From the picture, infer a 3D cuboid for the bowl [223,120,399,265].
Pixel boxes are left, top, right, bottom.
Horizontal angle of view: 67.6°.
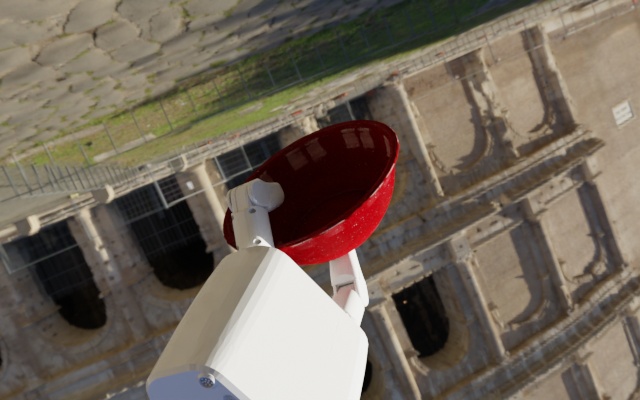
[{"bbox_3d":[0.001,0.001,0.404,0.162,0.055,0.162,-24,32,16],"label":"bowl"}]
